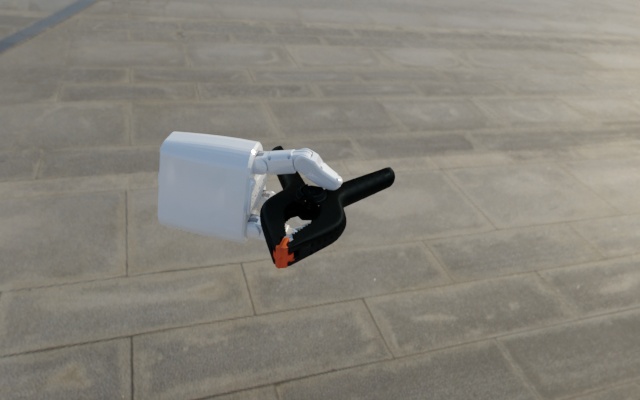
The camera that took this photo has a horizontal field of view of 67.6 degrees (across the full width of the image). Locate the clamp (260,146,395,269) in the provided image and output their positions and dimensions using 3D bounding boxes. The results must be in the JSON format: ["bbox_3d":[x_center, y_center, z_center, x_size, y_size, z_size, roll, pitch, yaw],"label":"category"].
[{"bbox_3d":[0.000,0.001,0.544,0.164,0.036,0.209,7,34,6],"label":"clamp"}]
